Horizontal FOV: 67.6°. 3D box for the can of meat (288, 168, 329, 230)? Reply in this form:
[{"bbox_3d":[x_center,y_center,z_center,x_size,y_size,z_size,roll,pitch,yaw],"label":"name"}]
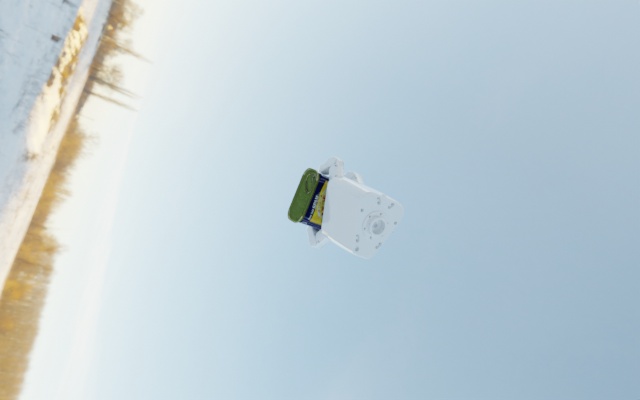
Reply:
[{"bbox_3d":[0.000,0.003,0.877,0.084,0.102,0.057,21,2,-30],"label":"can of meat"}]
